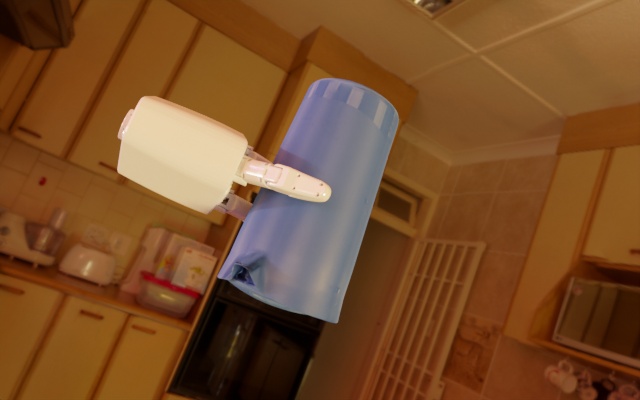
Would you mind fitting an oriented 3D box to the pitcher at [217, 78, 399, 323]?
[{"bbox_3d":[0.000,0.002,0.524,0.145,0.243,0.149,24,-10,-13],"label":"pitcher"}]
